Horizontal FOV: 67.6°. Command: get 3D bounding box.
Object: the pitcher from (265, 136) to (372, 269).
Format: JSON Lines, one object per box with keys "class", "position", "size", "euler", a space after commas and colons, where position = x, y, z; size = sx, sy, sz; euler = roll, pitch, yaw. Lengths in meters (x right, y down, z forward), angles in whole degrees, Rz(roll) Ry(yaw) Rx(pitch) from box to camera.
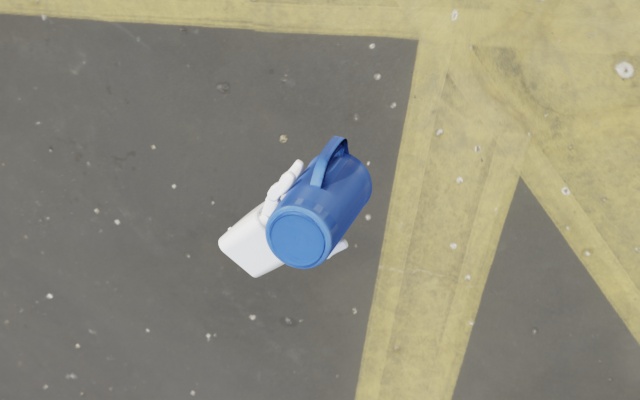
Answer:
{"class": "pitcher", "position": [0.000, 0.003, 0.811], "size": [0.145, 0.149, 0.242], "euler": [-31, 10, 27]}
